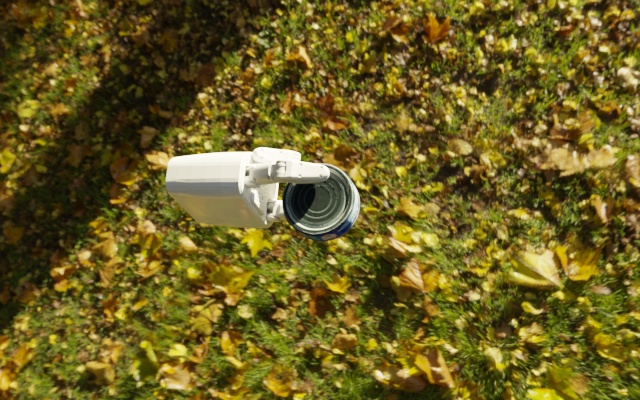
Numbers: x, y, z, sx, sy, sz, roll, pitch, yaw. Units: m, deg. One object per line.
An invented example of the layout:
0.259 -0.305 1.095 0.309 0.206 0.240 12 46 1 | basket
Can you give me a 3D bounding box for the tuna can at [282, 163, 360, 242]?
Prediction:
0.000 0.002 0.544 0.086 0.086 0.034 0 -16 15 | tuna can
